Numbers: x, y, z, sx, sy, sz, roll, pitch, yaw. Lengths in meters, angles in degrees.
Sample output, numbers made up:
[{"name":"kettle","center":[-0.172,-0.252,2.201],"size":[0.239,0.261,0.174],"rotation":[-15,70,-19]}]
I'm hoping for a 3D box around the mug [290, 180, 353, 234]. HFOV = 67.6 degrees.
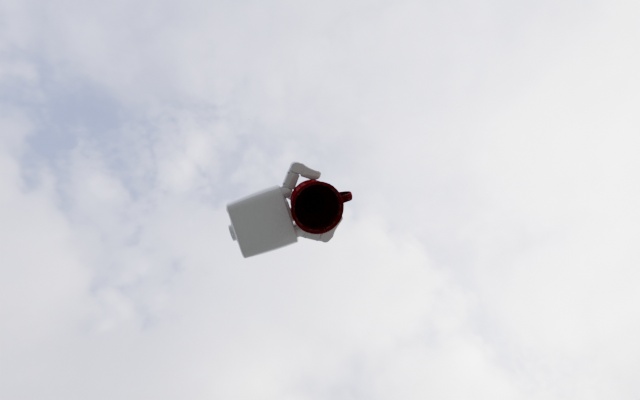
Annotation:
[{"name":"mug","center":[0.001,0.002,0.860],"size":[0.117,0.093,0.081],"rotation":[-18,12,-6]}]
